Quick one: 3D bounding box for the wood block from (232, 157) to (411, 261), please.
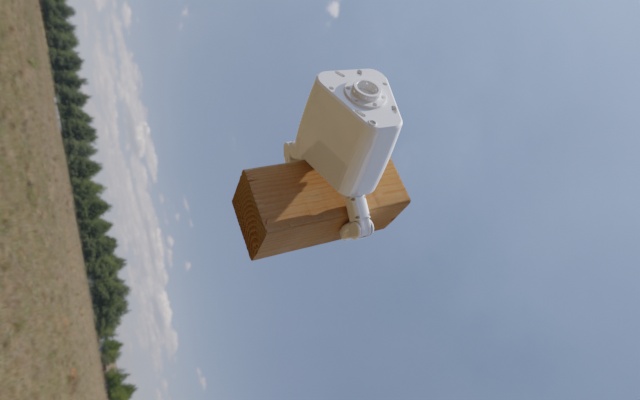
[{"bbox_3d":[0.000,0.002,0.631,0.206,0.090,0.090,-11,-23,-26],"label":"wood block"}]
